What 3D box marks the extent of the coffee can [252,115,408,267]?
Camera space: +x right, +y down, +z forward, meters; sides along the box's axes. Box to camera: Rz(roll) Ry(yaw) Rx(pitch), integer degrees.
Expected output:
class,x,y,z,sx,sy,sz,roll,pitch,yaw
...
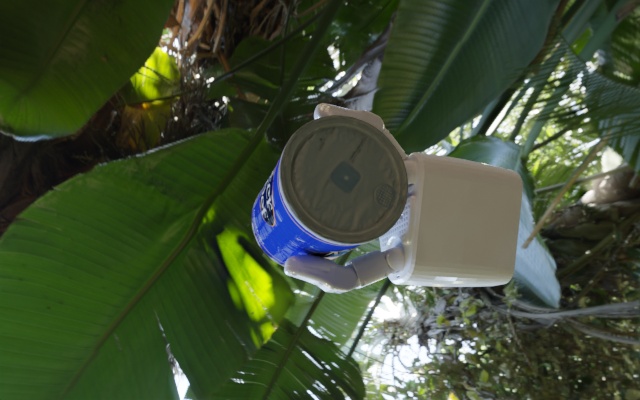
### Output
class,x,y,z,sx,sy,sz,roll,pitch,yaw
coffee can,0.000,0.001,0.422,0.103,0.102,0.140,0,-16,-17
